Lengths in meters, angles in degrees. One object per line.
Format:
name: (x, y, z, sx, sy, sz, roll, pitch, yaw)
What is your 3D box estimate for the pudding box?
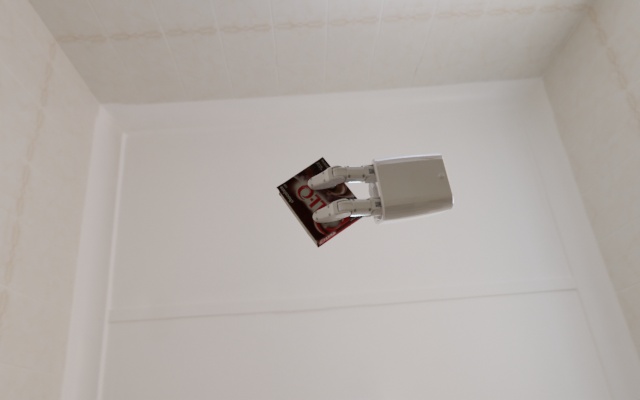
pudding box: (0.000, 0.002, 0.739, 0.090, 0.113, 0.039, -34, -22, -12)
